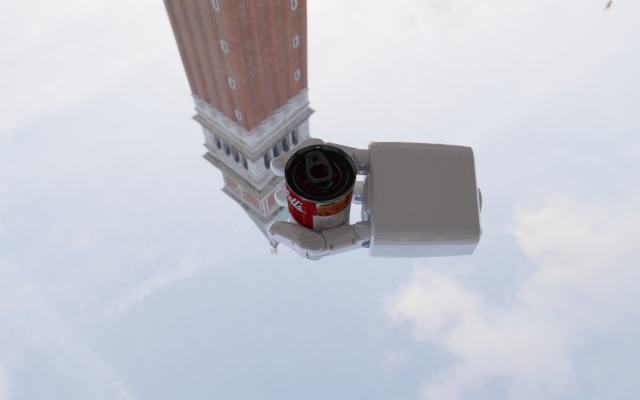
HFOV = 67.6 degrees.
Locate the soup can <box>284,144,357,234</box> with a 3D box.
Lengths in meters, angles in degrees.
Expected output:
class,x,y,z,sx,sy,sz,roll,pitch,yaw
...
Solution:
class,x,y,z,sx,sy,sz,roll,pitch,yaw
soup can,0.000,0.002,0.485,0.068,0.068,0.102,0,-34,0
